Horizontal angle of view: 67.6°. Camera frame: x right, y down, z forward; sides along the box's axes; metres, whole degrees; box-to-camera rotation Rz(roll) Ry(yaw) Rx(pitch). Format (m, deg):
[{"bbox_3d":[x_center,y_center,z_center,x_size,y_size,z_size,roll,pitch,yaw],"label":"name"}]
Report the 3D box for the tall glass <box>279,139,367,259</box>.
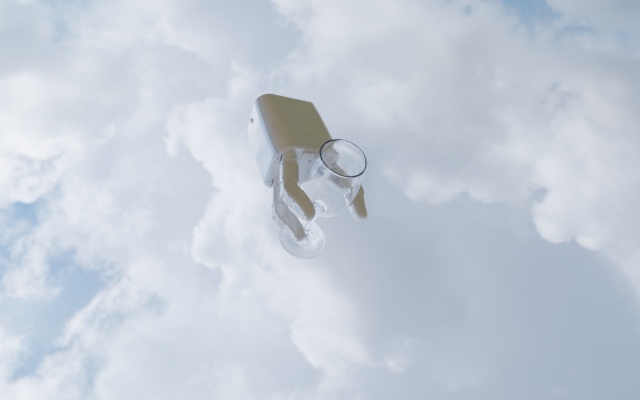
[{"bbox_3d":[0.000,0.003,0.669,0.079,0.079,0.201,0,-34,-21],"label":"tall glass"}]
